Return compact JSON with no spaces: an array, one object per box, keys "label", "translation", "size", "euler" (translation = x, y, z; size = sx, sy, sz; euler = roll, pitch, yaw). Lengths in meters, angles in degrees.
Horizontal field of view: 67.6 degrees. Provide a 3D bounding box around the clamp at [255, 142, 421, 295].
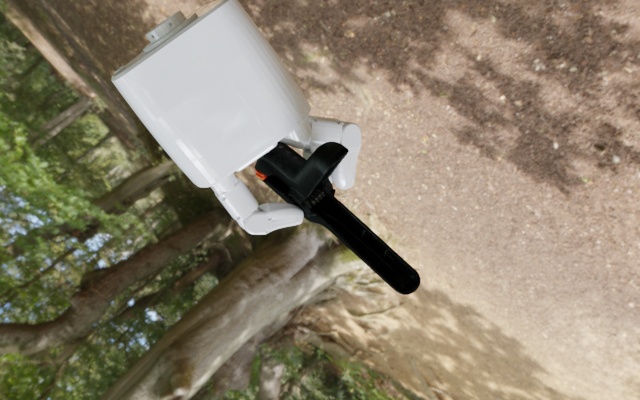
[{"label":"clamp","translation":[-0.001,0.002,0.442],"size":[0.036,0.165,0.210],"euler":[-42,29,-14]}]
